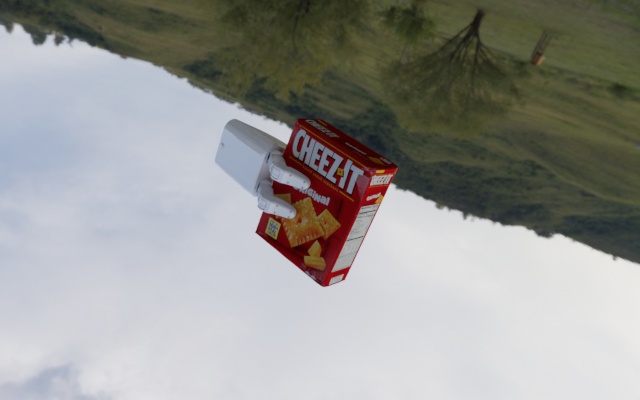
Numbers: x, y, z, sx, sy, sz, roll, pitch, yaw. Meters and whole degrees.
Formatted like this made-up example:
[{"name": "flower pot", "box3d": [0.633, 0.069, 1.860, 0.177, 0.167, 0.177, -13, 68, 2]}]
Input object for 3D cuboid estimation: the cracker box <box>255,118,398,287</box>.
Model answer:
[{"name": "cracker box", "box3d": [0.000, 0.003, 0.750, 0.164, 0.214, 0.072, 36, 27, 29]}]
